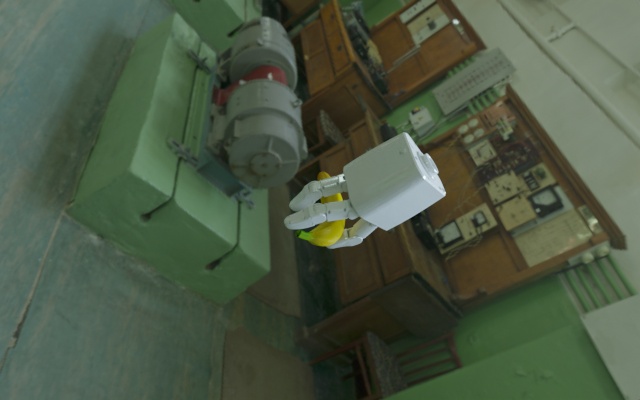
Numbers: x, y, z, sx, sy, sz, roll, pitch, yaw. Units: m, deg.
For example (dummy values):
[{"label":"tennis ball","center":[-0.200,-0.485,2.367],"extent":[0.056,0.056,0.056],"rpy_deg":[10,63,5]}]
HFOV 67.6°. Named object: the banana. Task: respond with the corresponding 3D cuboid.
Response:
[{"label":"banana","center":[0.011,0.018,0.759],"extent":[0.037,0.070,0.197],"rpy_deg":[-33,19,23]}]
